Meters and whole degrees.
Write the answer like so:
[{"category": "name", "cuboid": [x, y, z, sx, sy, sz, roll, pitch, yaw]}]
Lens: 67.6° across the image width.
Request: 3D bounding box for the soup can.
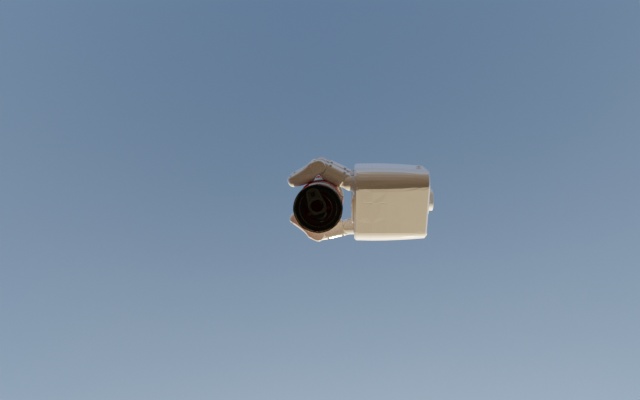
[{"category": "soup can", "cuboid": [0.000, 0.002, 0.695, 0.068, 0.068, 0.102, 0, 11, 4]}]
